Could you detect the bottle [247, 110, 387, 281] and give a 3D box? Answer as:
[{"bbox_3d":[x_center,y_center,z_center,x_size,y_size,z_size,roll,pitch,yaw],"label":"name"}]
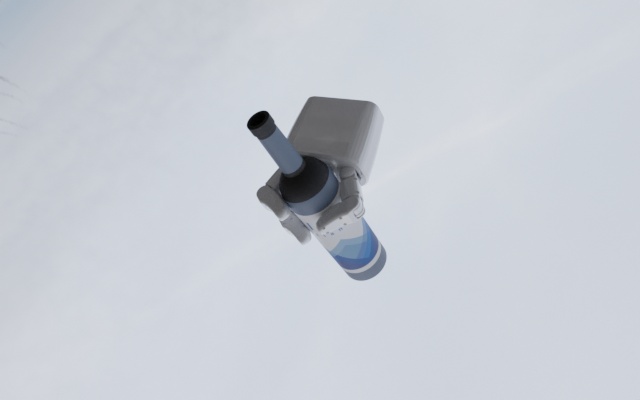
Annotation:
[{"bbox_3d":[0.000,0.002,0.593,0.069,0.069,0.296,0,-36,33],"label":"bottle"}]
